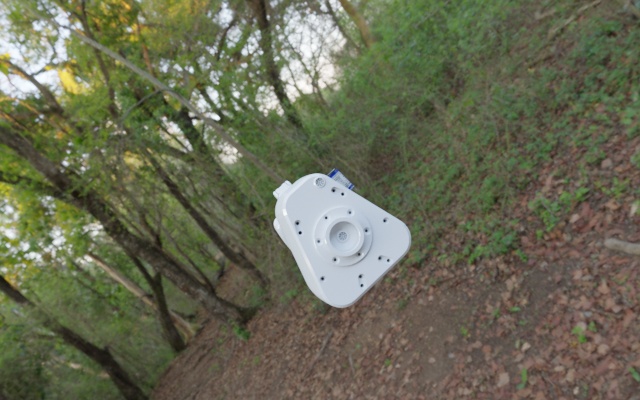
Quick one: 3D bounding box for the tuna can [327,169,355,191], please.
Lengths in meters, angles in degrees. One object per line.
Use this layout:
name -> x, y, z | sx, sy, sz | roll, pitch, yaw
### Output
tuna can -> 0.000, 0.001, 0.577 | 0.034, 0.086, 0.086 | 45, 0, 0
